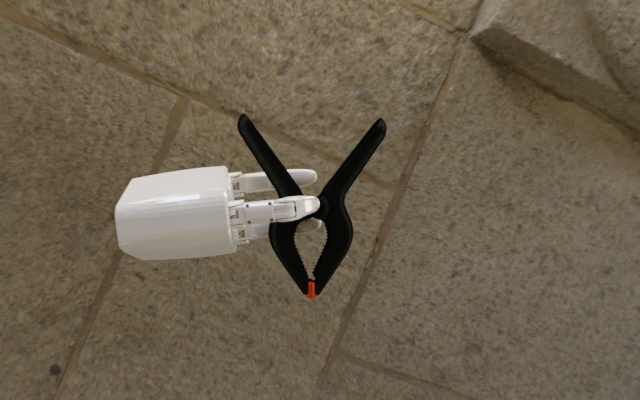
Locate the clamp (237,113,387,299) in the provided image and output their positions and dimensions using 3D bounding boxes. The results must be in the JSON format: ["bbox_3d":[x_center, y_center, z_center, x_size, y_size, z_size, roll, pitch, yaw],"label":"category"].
[{"bbox_3d":[0.000,0.002,0.533,0.164,0.210,0.036,-6,4,-6],"label":"clamp"}]
